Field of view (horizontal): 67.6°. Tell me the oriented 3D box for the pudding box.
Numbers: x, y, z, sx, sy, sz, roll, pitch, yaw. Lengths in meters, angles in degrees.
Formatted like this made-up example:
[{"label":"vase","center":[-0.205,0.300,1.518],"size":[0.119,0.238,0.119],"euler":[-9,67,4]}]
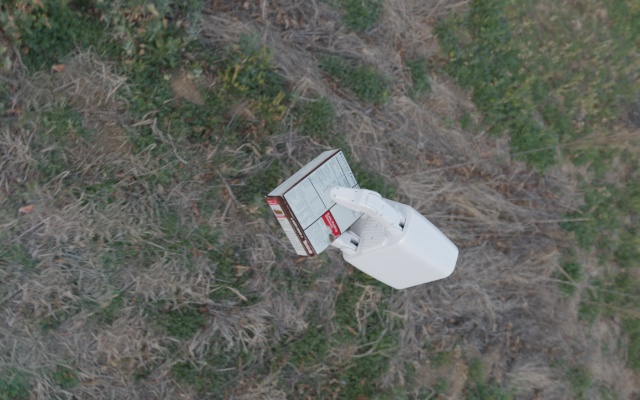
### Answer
[{"label":"pudding box","center":[0.000,0.002,0.583],"size":[0.113,0.090,0.039],"euler":[-40,20,-35]}]
